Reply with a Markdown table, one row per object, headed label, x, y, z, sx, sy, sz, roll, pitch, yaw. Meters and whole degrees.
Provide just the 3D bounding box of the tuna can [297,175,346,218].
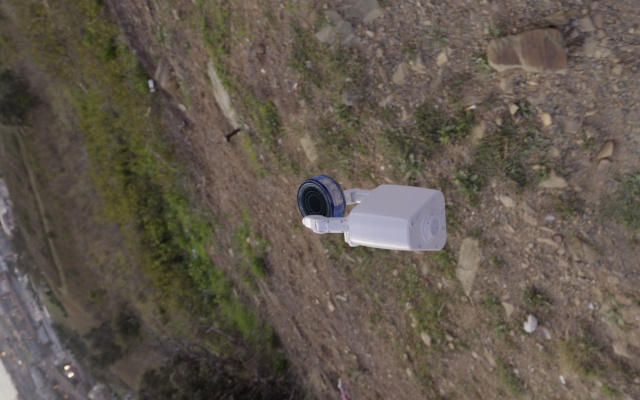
| label | x | y | z | sx | sy | sz | roll | pitch | yaw |
| --- | --- | --- | --- | --- | --- | --- | --- | --- | --- |
| tuna can | 0.000 | 0.003 | 0.790 | 0.033 | 0.086 | 0.086 | -20 | 14 | -41 |
